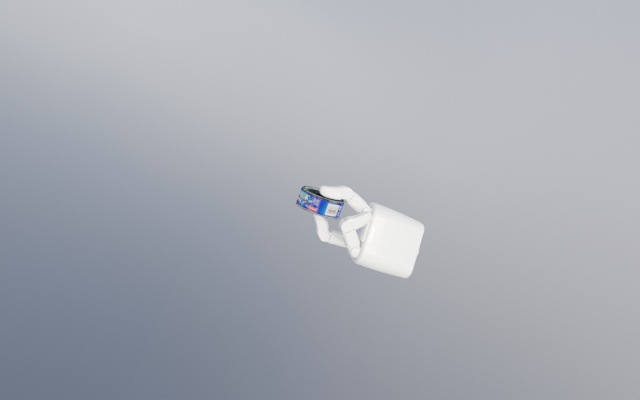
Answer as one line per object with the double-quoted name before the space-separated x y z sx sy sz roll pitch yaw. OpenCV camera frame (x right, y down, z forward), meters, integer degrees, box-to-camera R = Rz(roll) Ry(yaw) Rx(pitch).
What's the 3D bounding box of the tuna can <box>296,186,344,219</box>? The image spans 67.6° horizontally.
"tuna can" 0.000 0.002 0.883 0.086 0.034 0.086 19 11 -4
